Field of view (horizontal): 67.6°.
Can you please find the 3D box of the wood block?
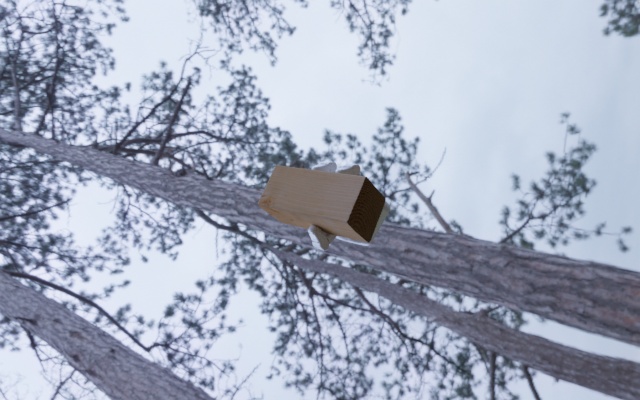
[{"bbox_3d":[0.000,0.003,0.875,0.206,0.090,0.090,10,-21,37],"label":"wood block"}]
